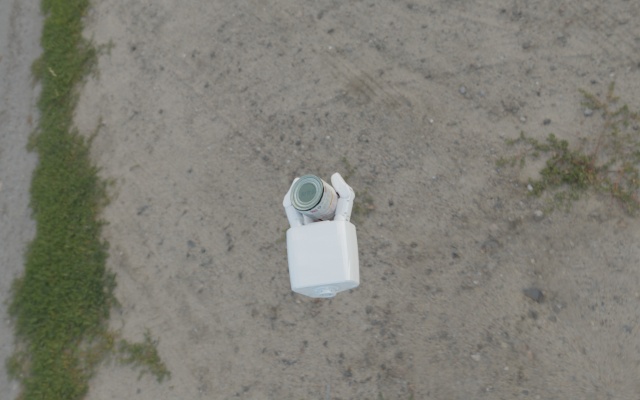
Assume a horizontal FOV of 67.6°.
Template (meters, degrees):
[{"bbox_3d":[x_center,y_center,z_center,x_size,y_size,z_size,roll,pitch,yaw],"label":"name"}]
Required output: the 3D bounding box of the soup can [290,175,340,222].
[{"bbox_3d":[0.000,0.002,0.844,0.068,0.068,0.102,0,-19,31],"label":"soup can"}]
